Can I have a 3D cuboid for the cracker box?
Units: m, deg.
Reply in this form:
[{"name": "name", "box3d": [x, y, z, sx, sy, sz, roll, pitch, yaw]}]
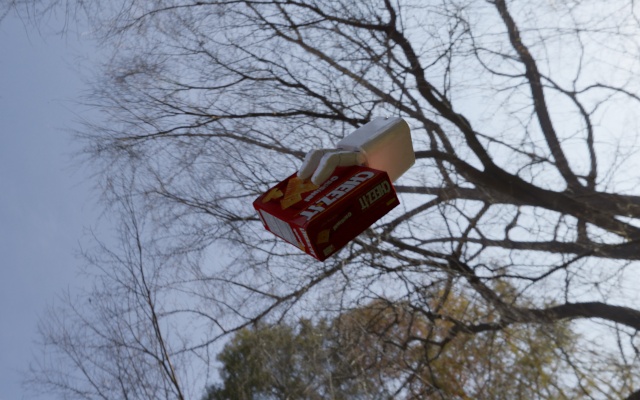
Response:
[{"name": "cracker box", "box3d": [0.000, 0.003, 0.802, 0.164, 0.072, 0.213, -35, 25, -19]}]
